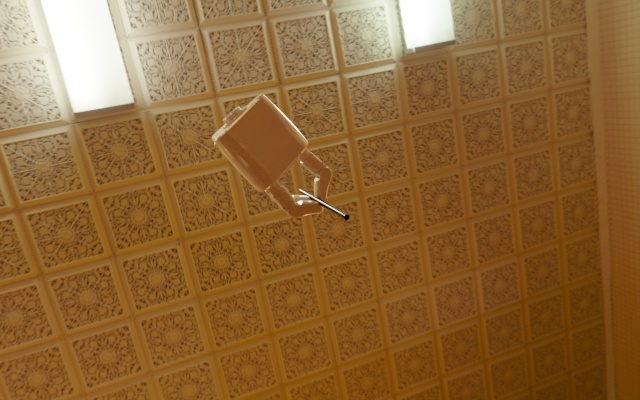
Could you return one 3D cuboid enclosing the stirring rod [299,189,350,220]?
[{"bbox_3d":[0.000,0.002,0.756,0.011,0.011,0.239,0,10,-17],"label":"stirring rod"}]
